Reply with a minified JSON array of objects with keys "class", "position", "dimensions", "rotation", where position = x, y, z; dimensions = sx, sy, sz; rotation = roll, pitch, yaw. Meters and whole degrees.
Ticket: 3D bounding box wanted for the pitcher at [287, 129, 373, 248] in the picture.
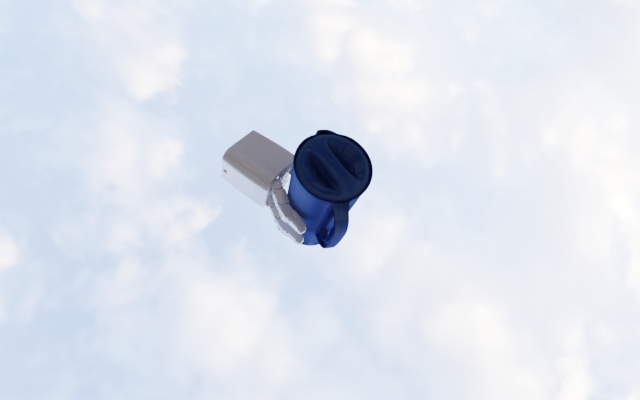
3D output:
[{"class":"pitcher","position":[0.000,0.003,0.871],"dimensions":[0.145,0.149,0.243],"rotation":[34,-28,6]}]
